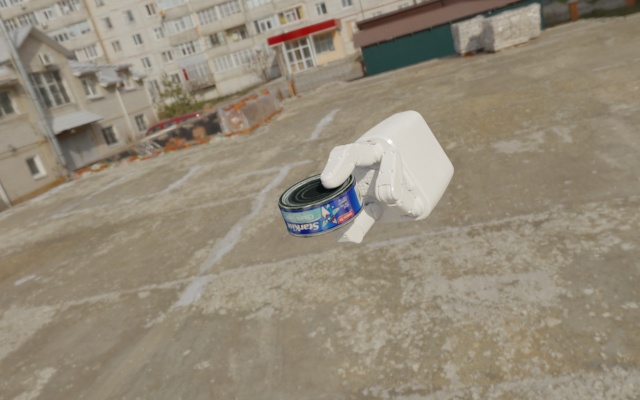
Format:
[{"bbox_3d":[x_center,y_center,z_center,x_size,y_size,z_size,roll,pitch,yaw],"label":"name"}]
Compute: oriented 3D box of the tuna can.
[{"bbox_3d":[0.000,0.001,0.496,0.086,0.034,0.086,-17,22,7],"label":"tuna can"}]
